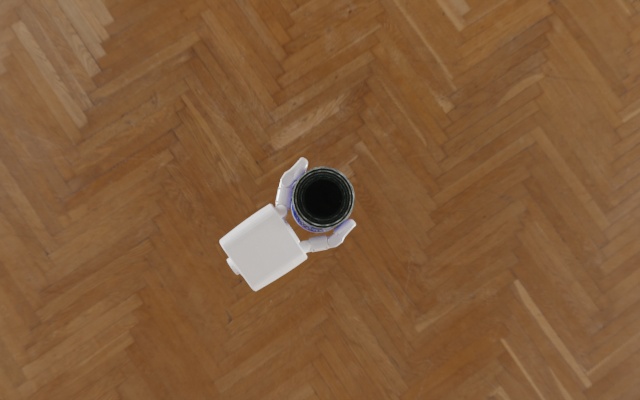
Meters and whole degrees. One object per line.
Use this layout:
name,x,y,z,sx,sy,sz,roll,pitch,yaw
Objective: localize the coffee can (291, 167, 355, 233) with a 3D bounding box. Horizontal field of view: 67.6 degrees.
coffee can,0.000,0.003,0.836,0.103,0.103,0.140,0,-6,-4
